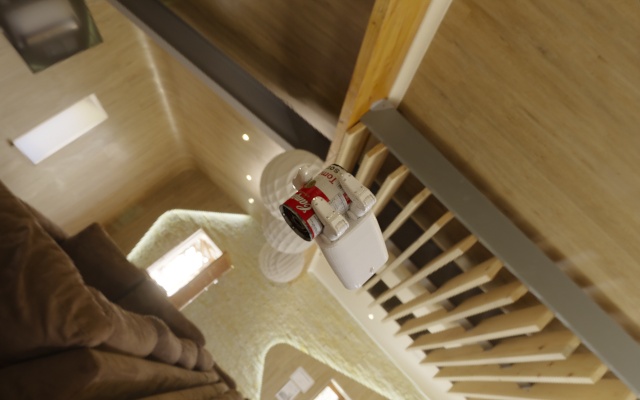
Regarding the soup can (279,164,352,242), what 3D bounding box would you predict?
[{"bbox_3d":[0.000,0.002,0.694,0.102,0.068,0.068,-40,15,-19],"label":"soup can"}]
